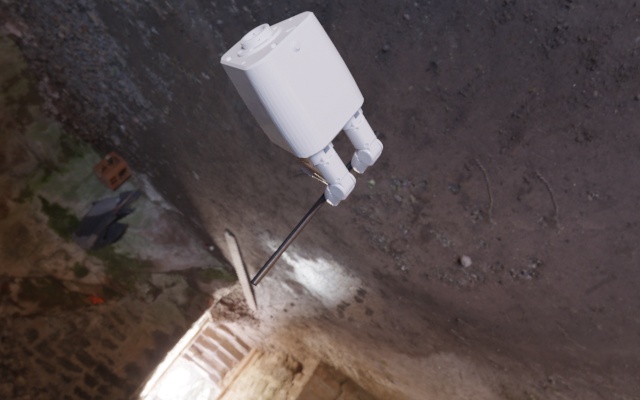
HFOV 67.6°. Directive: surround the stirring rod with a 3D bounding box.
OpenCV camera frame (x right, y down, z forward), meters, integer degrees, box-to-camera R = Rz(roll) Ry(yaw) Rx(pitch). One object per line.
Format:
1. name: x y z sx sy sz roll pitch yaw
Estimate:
1. stirring rod: 0.000 0.002 0.546 0.011 0.239 0.011 32 -24 16
